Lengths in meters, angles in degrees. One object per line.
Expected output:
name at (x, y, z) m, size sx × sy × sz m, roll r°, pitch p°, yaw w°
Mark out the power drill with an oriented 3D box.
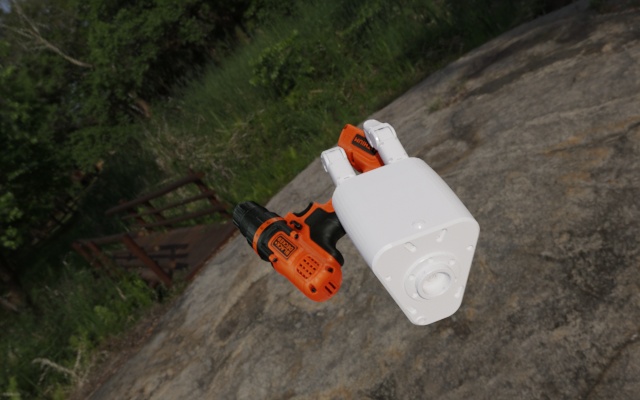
power drill at (0.001, 0.002, 0.553) m, size 0.184 × 0.187 × 0.057 m, roll 36°, pitch -9°, yaw 40°
